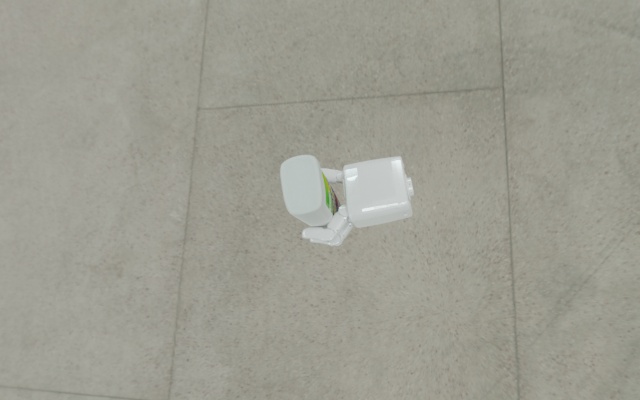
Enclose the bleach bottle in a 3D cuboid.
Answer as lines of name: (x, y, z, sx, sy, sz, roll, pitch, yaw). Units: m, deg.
bleach bottle: (0.000, 0.003, 0.875, 0.068, 0.102, 0.251, -12, -15, 12)
